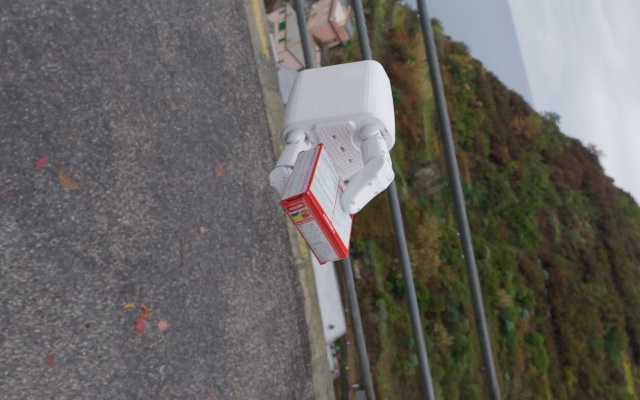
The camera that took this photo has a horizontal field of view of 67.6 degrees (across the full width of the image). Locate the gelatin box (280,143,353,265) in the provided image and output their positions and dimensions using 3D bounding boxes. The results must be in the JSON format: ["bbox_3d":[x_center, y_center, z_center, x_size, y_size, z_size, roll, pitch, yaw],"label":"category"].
[{"bbox_3d":[0.000,0.001,0.431,0.030,0.073,0.089,-20,29,21],"label":"gelatin box"}]
